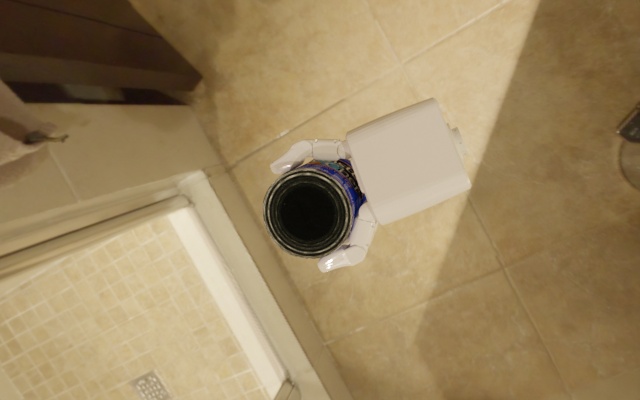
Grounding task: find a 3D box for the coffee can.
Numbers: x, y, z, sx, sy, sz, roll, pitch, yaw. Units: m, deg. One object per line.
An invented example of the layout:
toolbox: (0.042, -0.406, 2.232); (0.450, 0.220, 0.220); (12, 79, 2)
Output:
coffee can: (0.000, 0.002, 0.587); (0.103, 0.103, 0.140); (0, 11, 13)
